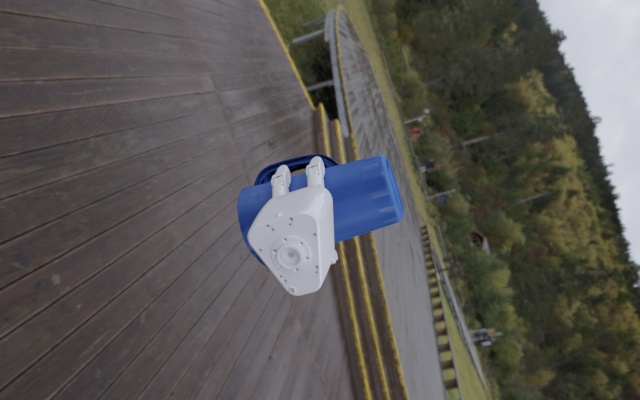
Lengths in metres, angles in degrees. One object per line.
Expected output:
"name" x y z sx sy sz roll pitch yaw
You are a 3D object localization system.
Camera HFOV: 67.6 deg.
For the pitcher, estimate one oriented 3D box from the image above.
"pitcher" 0.000 0.003 0.762 0.243 0.149 0.145 -16 13 13
